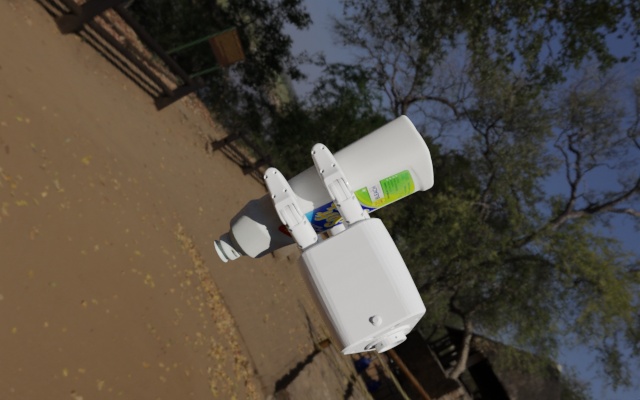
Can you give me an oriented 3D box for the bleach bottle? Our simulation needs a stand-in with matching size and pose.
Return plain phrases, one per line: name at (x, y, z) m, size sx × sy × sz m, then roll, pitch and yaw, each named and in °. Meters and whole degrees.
bleach bottle at (0.000, 0.002, 0.539) m, size 0.251 × 0.068 × 0.103 m, roll -28°, pitch -27°, yaw 3°
